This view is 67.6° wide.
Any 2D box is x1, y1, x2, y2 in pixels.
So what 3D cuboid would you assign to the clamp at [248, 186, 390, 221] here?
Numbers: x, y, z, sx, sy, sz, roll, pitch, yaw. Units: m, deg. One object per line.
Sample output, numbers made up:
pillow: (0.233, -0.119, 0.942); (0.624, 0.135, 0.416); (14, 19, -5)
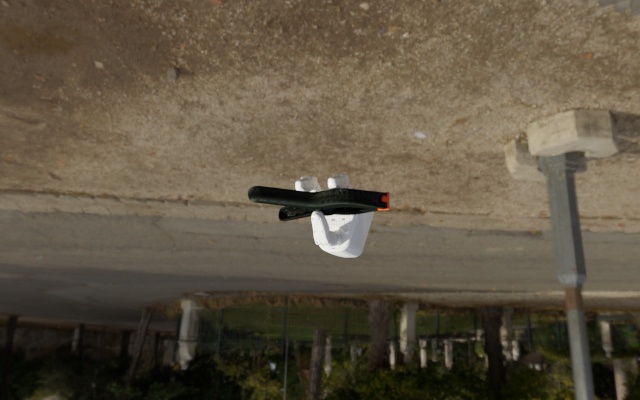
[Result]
clamp: (0.001, 0.003, 0.747); (0.210, 0.036, 0.164); (-4, -13, 19)
